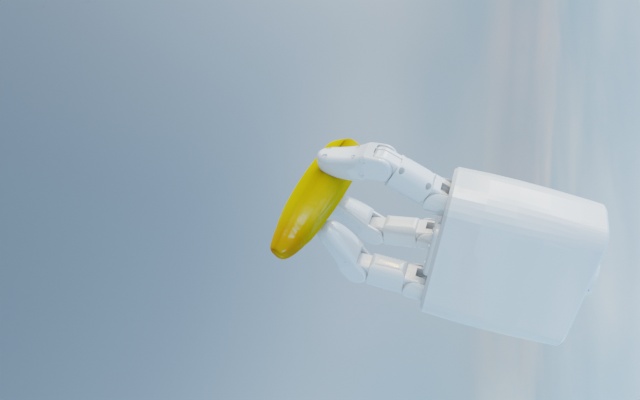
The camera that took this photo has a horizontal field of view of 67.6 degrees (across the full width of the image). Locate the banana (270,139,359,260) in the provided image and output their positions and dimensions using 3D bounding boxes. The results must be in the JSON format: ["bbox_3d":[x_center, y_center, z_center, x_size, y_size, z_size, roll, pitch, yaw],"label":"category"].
[{"bbox_3d":[0.007,-0.016,0.414,0.037,0.070,0.197,25,23,5],"label":"banana"}]
